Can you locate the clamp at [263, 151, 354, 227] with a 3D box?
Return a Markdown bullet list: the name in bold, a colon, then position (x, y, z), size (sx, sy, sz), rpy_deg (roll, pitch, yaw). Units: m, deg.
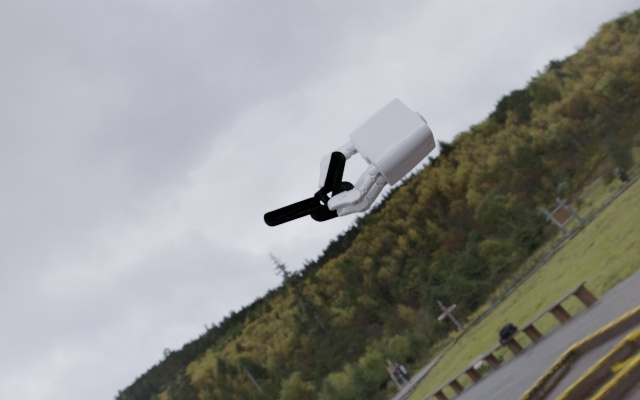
- **clamp**: position (0.000, 0.002, 0.819), size (0.164, 0.036, 0.210), rpy_deg (-38, -22, 6)
